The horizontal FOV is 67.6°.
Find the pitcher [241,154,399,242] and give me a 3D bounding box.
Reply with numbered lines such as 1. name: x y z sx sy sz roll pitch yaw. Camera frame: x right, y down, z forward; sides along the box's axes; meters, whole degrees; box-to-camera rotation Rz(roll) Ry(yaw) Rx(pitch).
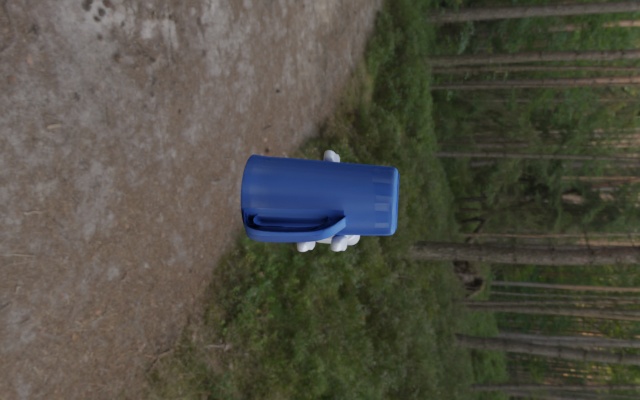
1. pitcher: 0.000 0.002 0.760 0.243 0.149 0.145 3 -11 10
